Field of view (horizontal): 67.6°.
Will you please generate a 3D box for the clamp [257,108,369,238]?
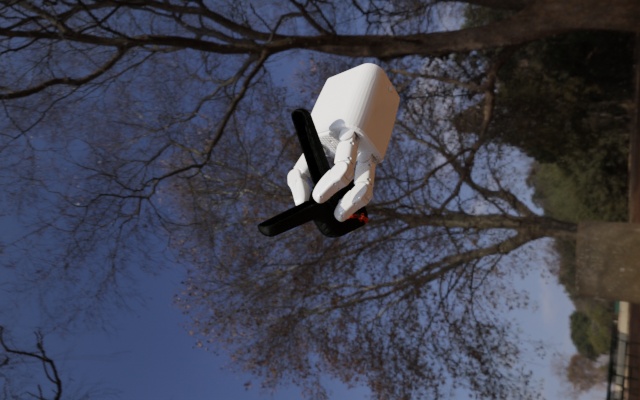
[{"bbox_3d":[0.000,0.002,0.639,0.036,0.164,0.210,6,-24,37],"label":"clamp"}]
